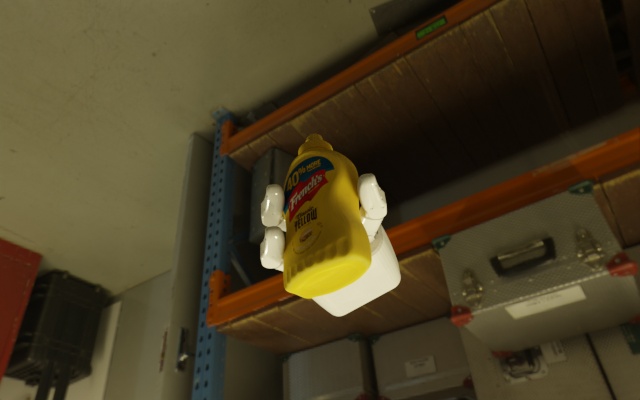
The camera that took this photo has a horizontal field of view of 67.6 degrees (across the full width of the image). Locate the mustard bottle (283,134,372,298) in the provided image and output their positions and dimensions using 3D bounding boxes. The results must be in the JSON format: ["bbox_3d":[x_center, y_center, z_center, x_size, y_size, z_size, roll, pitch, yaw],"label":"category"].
[{"bbox_3d":[0.000,0.002,0.518,0.058,0.191,0.096,27,-47,-36],"label":"mustard bottle"}]
